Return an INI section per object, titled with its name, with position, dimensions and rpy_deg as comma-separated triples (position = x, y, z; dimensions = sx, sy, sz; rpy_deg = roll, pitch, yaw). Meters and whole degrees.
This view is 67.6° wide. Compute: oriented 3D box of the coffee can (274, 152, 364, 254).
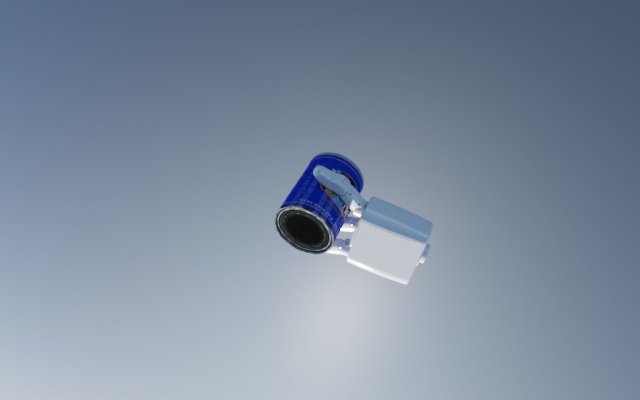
[coffee can]
position = 0.000, 0.002, 0.781
dimensions = 0.103, 0.103, 0.140
rpy_deg = 0, 40, 31
